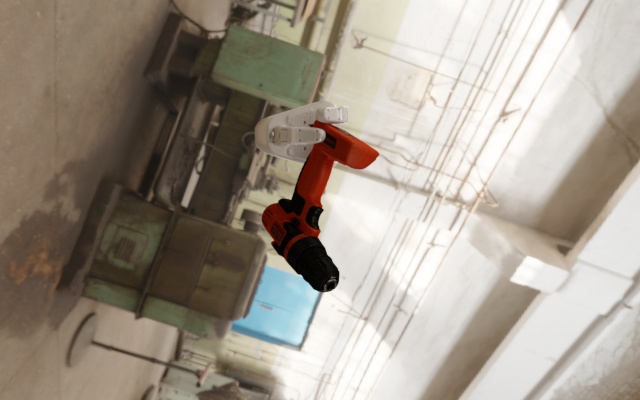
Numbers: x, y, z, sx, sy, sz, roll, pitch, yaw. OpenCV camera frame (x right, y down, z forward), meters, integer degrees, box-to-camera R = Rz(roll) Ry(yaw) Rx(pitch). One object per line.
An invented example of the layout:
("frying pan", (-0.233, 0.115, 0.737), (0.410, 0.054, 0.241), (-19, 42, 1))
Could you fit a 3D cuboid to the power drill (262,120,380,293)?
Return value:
("power drill", (0.000, 0.002, 0.621), (0.057, 0.188, 0.184), (17, 17, -39))
